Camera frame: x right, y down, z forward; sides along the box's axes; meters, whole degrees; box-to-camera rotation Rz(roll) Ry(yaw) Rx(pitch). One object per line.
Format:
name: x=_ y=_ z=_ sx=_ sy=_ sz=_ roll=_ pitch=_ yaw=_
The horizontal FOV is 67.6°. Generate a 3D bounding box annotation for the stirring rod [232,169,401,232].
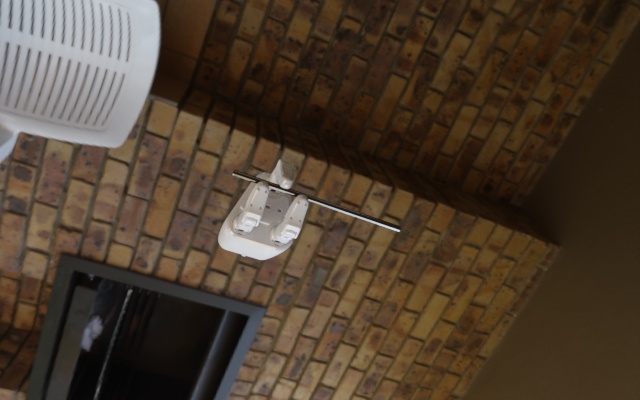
stirring rod: x=0.000 y=0.002 z=0.632 sx=0.239 sy=0.011 sz=0.011 roll=19 pitch=-5 yaw=-15
